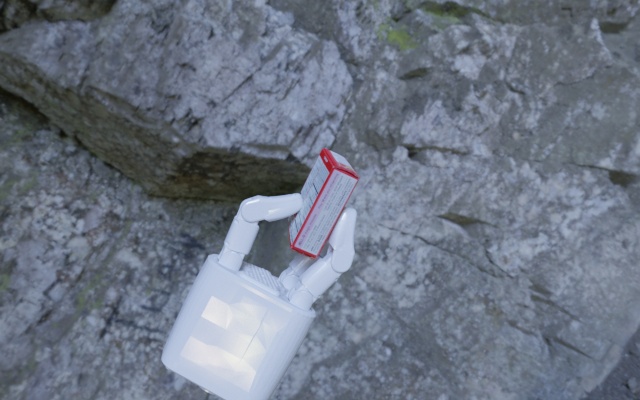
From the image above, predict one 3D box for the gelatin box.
[{"bbox_3d":[0.000,0.001,0.457,0.030,0.089,0.073,23,14,-14],"label":"gelatin box"}]
